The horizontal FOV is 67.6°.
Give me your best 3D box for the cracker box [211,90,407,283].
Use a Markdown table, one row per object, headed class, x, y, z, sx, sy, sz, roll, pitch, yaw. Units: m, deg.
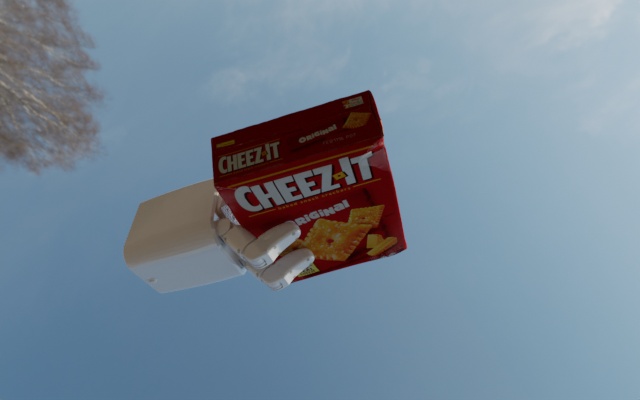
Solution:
| class | x | y | z | sx | sy | sz | roll | pitch | yaw |
| --- | --- | --- | --- | --- | --- | --- | --- | --- | --- |
| cracker box | 0.000 | 0.002 | 0.522 | 0.164 | 0.072 | 0.214 | -16 | -37 | 5 |
